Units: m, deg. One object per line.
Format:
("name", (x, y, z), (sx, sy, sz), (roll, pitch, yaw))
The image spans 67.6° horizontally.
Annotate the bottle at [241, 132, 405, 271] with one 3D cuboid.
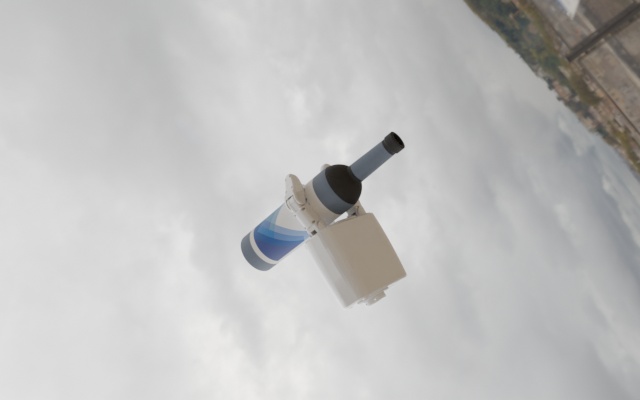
("bottle", (0.000, 0.002, 0.688), (0.296, 0.069, 0.069), (-39, -21, 29))
